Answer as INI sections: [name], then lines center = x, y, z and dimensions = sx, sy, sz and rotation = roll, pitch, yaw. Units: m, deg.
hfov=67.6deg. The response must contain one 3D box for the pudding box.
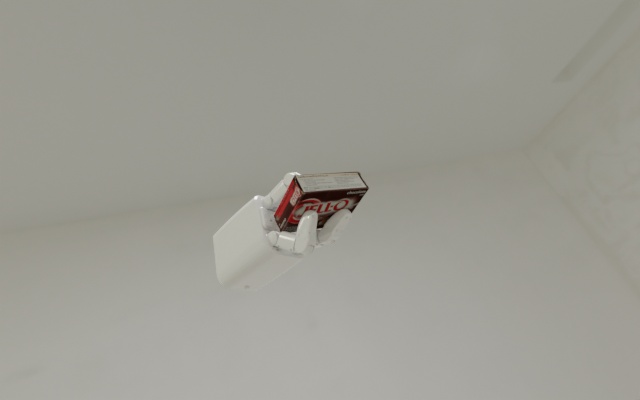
[pudding box]
center = 0.000, 0.002, 0.681
dimensions = 0.113, 0.039, 0.090
rotation = -8, -34, -34
